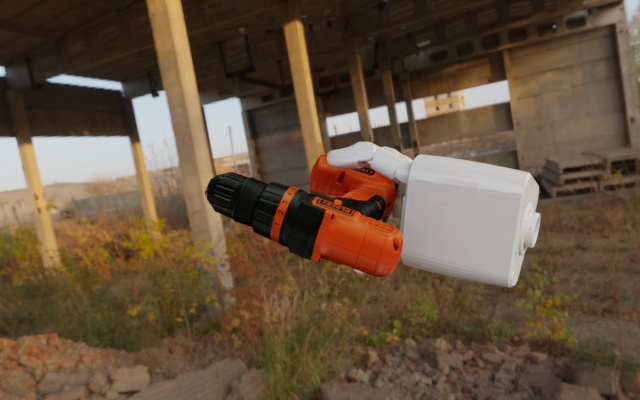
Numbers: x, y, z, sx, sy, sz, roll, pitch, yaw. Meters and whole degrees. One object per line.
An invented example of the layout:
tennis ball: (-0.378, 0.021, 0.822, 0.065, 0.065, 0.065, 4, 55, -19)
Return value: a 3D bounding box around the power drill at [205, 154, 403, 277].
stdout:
power drill: (0.000, 0.002, 0.488, 0.184, 0.057, 0.187, 22, 21, 9)
